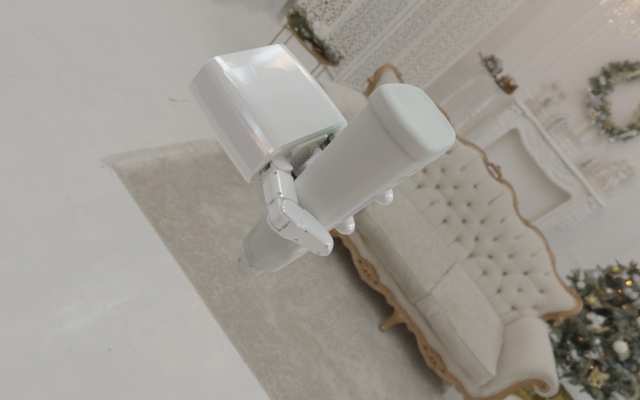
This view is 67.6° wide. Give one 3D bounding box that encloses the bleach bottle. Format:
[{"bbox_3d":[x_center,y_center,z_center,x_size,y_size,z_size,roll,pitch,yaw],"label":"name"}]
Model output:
[{"bbox_3d":[0.000,0.001,0.438,0.251,0.068,0.102,-40,-9,31],"label":"bleach bottle"}]
